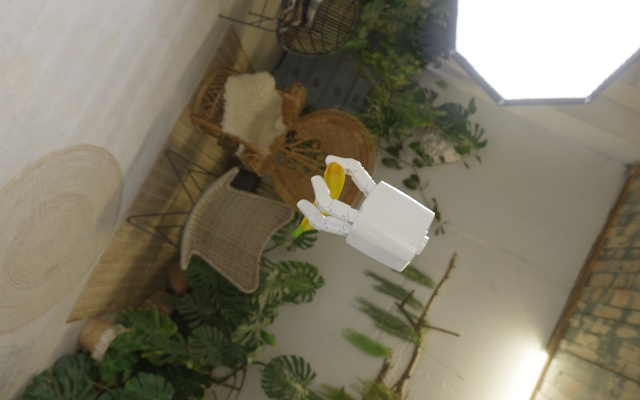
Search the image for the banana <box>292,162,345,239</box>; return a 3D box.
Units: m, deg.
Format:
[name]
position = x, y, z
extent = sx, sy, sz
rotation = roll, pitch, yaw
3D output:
[banana]
position = 0.008, -0.005, 0.838
extent = 0.037, 0.198, 0.069
rotation = 35, 44, 9
